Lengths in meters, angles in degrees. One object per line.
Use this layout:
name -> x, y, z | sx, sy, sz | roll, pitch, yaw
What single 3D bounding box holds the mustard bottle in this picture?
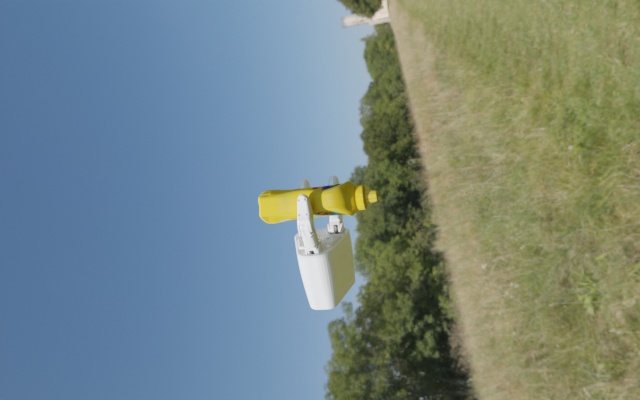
mustard bottle -> 0.000, 0.002, 0.798 | 0.191, 0.058, 0.096 | -6, -3, 14
